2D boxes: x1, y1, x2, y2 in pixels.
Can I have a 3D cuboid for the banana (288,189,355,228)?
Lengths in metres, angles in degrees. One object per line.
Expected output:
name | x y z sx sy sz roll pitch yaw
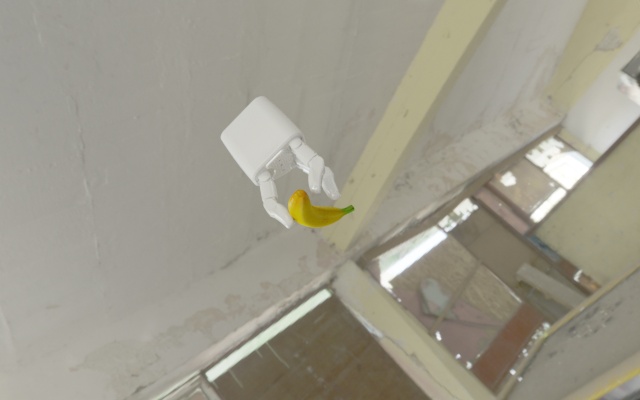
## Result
banana | -0.011 0.016 0.793 0.069 0.037 0.198 -44 -22 15
